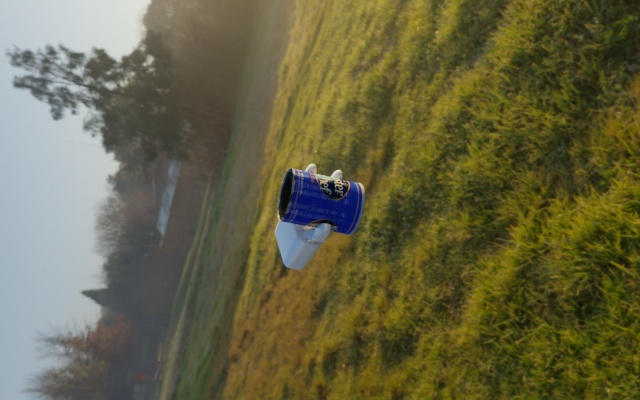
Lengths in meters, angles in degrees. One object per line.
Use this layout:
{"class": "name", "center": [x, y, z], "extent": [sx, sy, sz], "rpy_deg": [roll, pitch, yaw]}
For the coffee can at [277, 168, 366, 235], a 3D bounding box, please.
{"class": "coffee can", "center": [0.000, 0.003, 0.899], "extent": [0.140, 0.103, 0.103], "rpy_deg": [12, -4, -16]}
